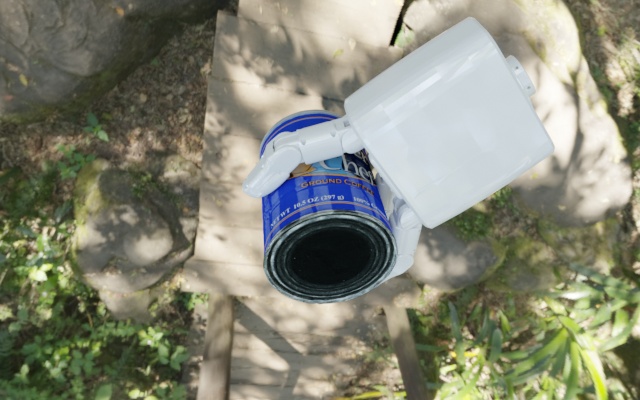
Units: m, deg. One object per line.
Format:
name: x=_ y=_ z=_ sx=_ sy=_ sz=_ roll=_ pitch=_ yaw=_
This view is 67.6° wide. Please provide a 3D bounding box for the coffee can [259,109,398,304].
coffee can: x=0.000 y=0.001 z=0.411 sx=0.103 sy=0.103 sz=0.140 roll=0 pitch=41 yaw=-9
